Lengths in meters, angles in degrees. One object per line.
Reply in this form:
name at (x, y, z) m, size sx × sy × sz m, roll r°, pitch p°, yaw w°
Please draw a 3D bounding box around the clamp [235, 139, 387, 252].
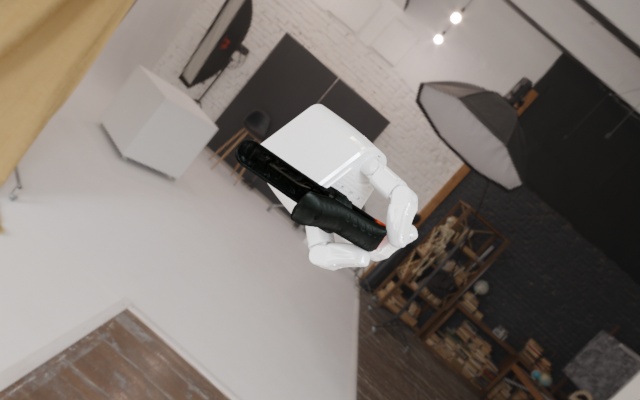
clamp at (0.001, 0.001, 0.432) m, size 0.120 × 0.039 × 0.171 m, roll 48°, pitch 10°, yaw 37°
